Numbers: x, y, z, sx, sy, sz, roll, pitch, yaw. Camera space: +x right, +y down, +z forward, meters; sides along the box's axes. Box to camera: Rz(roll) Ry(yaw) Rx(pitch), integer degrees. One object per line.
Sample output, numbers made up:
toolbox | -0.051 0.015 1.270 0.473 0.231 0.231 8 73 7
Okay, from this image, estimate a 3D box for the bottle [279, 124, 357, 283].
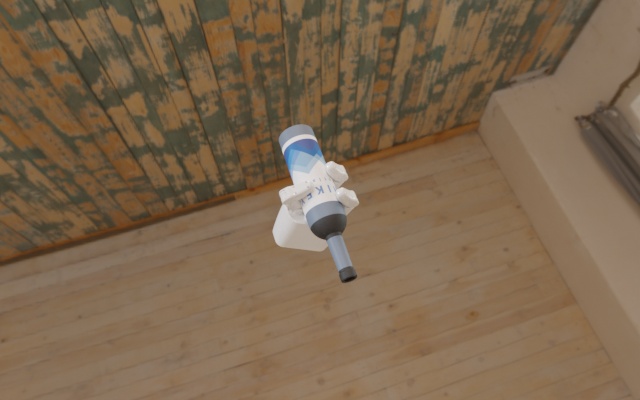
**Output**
bottle | 0.000 0.002 0.825 0.069 0.295 0.069 -16 -27 -9
